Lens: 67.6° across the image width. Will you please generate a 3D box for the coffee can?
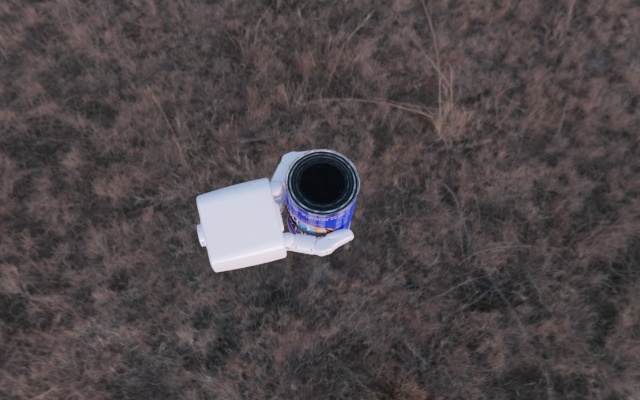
[{"bbox_3d":[0.000,0.002,0.712,0.103,0.102,0.140,0,-24,-3],"label":"coffee can"}]
